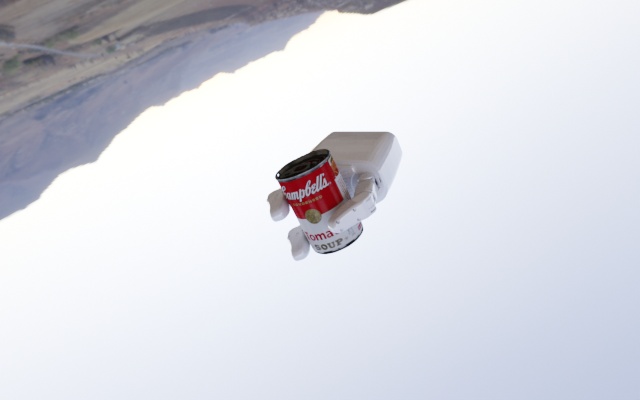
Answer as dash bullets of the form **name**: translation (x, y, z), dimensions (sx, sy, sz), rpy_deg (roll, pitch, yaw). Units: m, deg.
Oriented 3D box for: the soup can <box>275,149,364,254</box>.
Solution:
- **soup can**: translation (0.000, 0.002, 0.546), dimensions (0.068, 0.102, 0.068), rpy_deg (-22, 21, 9)
